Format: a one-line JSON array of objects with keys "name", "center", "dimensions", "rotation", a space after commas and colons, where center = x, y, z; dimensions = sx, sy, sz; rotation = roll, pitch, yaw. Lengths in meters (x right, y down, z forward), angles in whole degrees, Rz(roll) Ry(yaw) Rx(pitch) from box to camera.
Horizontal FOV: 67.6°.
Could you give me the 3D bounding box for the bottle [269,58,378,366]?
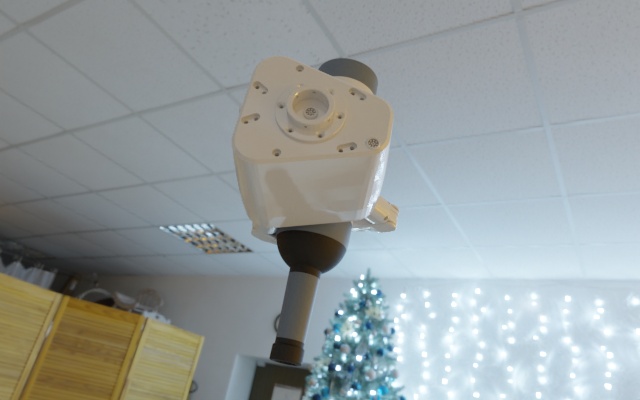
[{"name": "bottle", "center": [0.000, 0.001, 0.449], "dimensions": [0.069, 0.295, 0.069], "rotation": [10, -25, 5]}]
